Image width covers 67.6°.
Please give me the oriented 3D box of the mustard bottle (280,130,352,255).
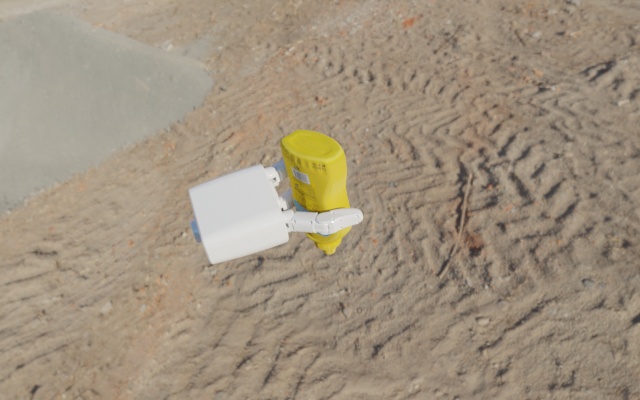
[{"bbox_3d":[0.000,0.002,0.660,0.058,0.192,0.096,-36,45,-30],"label":"mustard bottle"}]
